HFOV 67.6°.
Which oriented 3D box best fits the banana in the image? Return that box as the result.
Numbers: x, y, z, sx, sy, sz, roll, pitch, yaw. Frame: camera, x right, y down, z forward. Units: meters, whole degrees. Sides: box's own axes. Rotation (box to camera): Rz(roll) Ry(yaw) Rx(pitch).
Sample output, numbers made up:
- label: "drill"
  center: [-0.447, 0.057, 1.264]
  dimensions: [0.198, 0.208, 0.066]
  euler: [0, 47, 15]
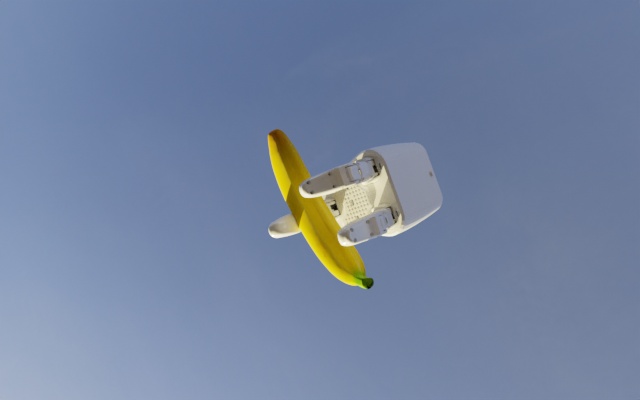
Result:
- label: "banana"
  center: [-0.003, 0.014, 0.503]
  dimensions: [0.037, 0.197, 0.070]
  euler: [-23, -22, -27]
